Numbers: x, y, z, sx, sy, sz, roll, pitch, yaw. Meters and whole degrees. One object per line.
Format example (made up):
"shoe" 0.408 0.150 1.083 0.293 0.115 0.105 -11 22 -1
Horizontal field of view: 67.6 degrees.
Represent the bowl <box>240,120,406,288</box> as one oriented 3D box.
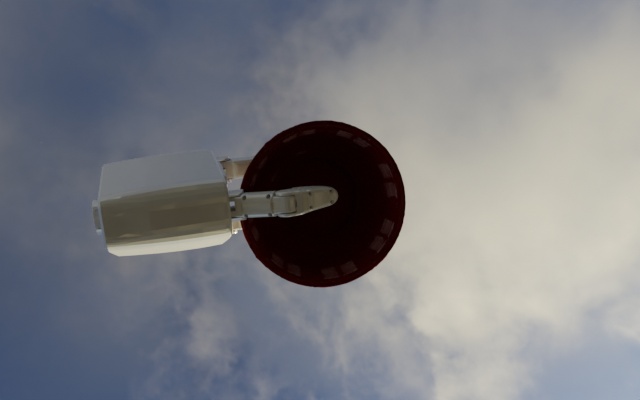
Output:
"bowl" 0.001 0.002 0.479 0.162 0.162 0.055 0 9 -8
